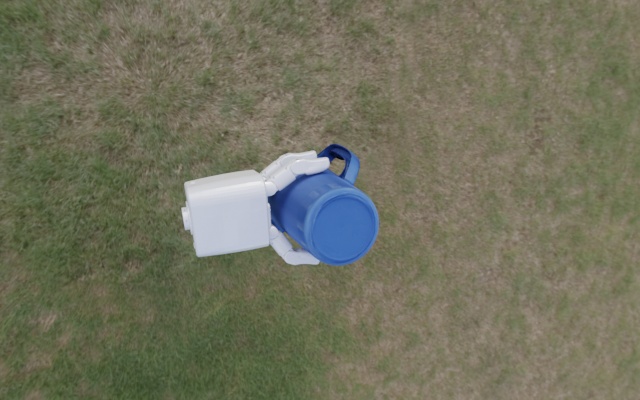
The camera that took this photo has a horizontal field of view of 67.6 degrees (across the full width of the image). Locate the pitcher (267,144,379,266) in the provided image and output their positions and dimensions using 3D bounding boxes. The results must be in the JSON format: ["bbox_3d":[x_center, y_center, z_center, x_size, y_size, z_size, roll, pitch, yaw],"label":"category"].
[{"bbox_3d":[0.000,0.002,0.733,0.145,0.149,0.242,-11,15,-16],"label":"pitcher"}]
